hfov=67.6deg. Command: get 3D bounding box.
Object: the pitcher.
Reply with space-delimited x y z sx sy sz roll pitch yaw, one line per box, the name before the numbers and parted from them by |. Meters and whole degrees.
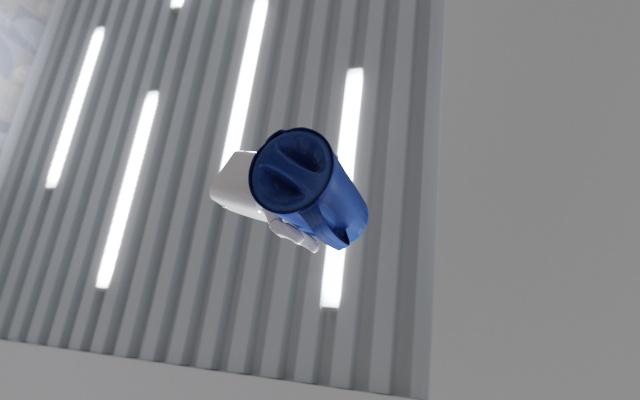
pitcher | 0.000 0.002 0.770 0.145 0.149 0.243 12 -15 26
